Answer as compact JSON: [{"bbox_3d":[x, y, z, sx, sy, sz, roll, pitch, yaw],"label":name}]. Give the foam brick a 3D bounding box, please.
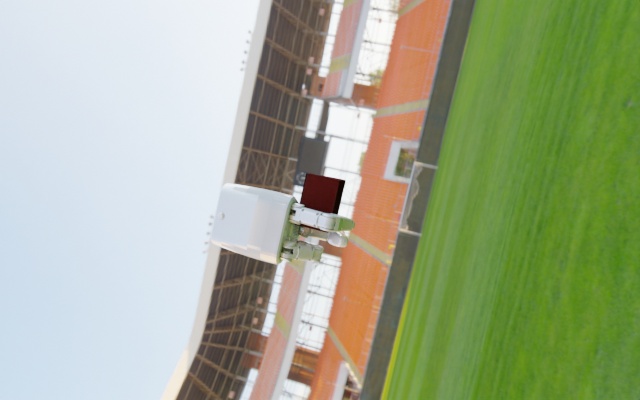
[{"bbox_3d":[0.000,0.002,0.692,0.051,0.078,0.053,14,4,12],"label":"foam brick"}]
